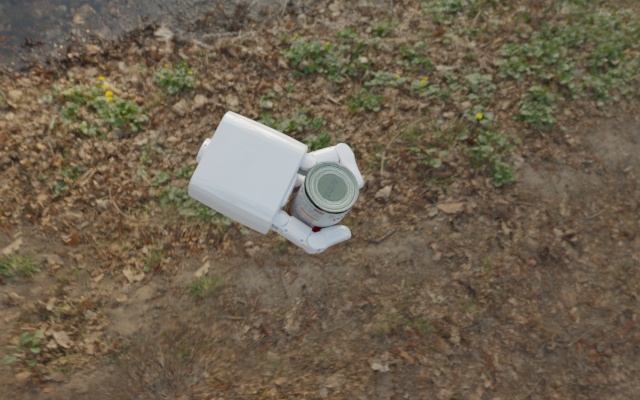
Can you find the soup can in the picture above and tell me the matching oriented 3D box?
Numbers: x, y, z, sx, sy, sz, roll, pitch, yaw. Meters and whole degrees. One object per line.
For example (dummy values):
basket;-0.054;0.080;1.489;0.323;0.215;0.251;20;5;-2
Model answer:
soup can;0.001;0.002;0.591;0.068;0.068;0.102;0;-22;-17
